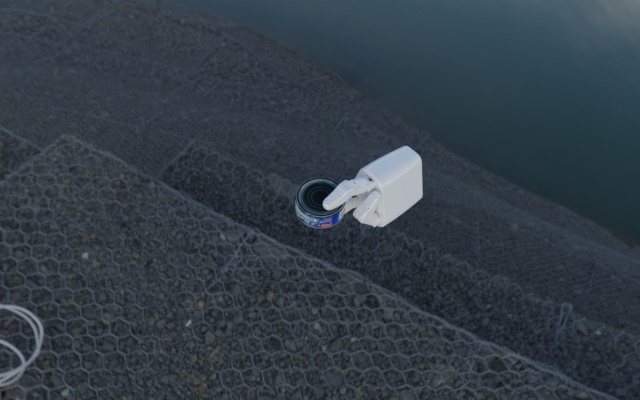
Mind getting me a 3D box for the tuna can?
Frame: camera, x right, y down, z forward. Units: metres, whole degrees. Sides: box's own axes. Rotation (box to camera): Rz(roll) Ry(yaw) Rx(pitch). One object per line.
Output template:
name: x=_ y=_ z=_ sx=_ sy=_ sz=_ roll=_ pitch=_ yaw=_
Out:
tuna can: x=0.000 y=0.002 z=0.802 sx=0.086 sy=0.086 sz=0.034 roll=0 pitch=-35 yaw=-2
